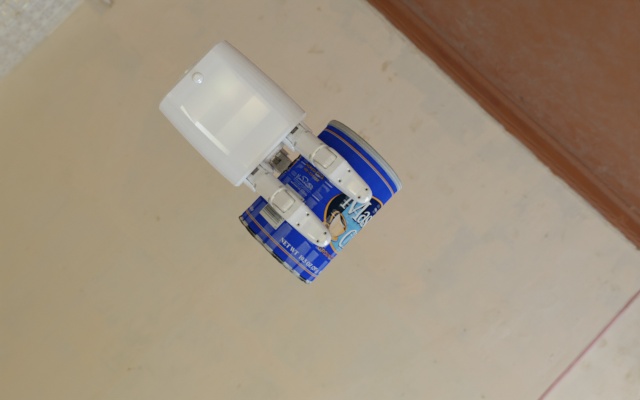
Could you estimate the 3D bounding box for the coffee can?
[{"bbox_3d":[0.000,0.002,0.500,0.103,0.140,0.103,43,-2,2],"label":"coffee can"}]
